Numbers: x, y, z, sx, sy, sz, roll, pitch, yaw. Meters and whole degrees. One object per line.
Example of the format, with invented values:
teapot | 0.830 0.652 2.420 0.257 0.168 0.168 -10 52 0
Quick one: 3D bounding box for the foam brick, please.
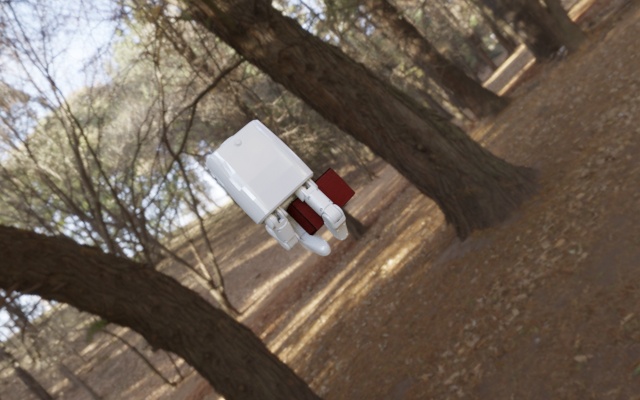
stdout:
foam brick | 0.000 0.002 0.656 0.078 0.051 0.053 -43 -3 -17
